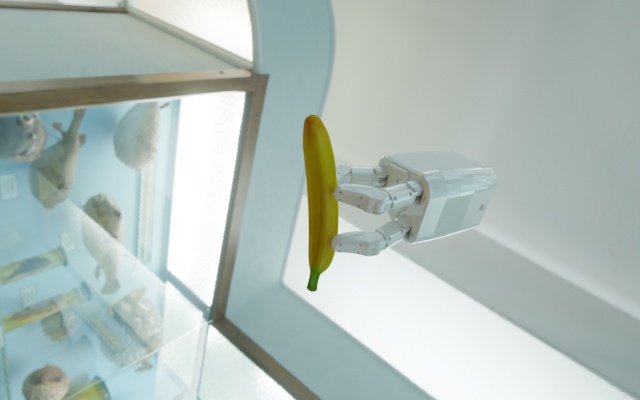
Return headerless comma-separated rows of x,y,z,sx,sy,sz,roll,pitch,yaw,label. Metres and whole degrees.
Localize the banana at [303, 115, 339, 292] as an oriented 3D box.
0.001,0.000,0.538,0.037,0.198,0.069,-1,17,4,banana
